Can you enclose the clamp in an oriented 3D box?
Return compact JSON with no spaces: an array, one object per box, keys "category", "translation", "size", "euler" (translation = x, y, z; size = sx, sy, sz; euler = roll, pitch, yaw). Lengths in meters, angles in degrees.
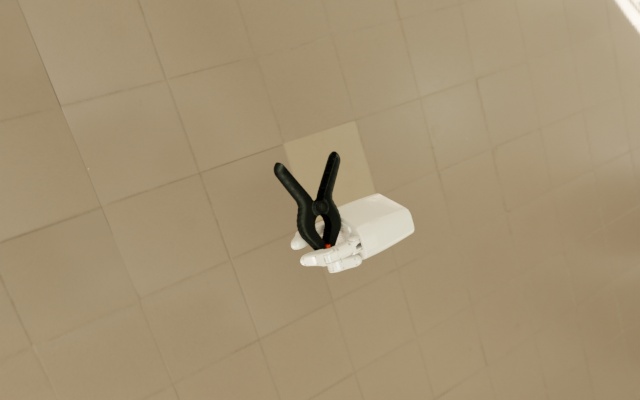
[{"category":"clamp","translation":[0.000,0.003,0.780],"size":[0.120,0.171,0.039],"euler":[-23,13,-23]}]
